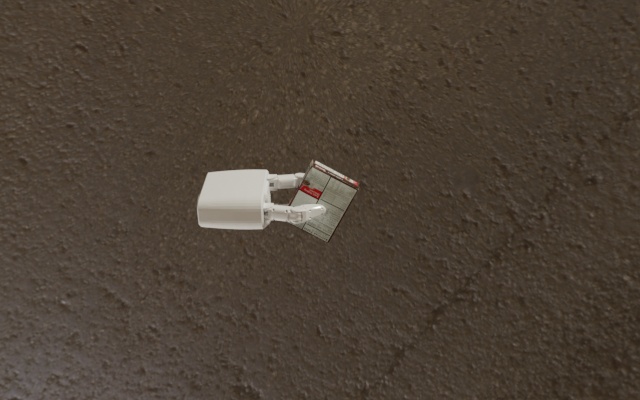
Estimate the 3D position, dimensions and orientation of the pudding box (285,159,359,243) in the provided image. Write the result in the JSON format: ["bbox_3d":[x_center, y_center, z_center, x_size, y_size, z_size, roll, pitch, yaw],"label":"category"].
[{"bbox_3d":[0.000,0.003,0.796,0.090,0.113,0.039,27,19,-6],"label":"pudding box"}]
